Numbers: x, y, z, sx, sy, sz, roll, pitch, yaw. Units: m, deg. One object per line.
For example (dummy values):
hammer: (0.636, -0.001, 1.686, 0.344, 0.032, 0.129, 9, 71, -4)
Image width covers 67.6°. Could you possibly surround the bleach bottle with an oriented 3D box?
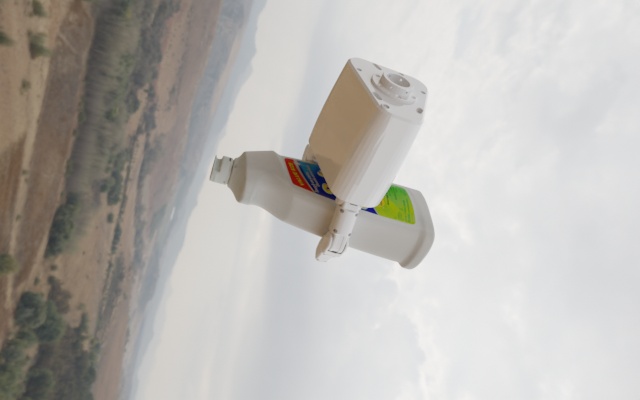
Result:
bleach bottle: (0.000, 0.002, 0.543, 0.251, 0.068, 0.102, 15, 39, -15)
